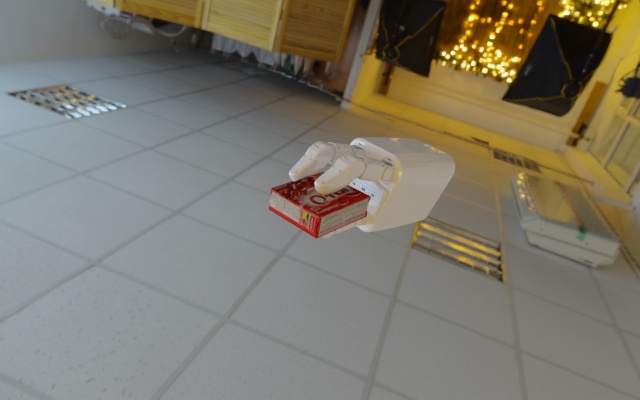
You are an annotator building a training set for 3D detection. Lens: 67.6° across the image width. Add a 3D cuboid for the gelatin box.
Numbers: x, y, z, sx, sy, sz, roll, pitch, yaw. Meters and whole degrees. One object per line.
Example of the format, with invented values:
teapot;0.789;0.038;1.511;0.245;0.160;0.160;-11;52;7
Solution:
gelatin box;0.000;0.002;0.524;0.073;0.030;0.089;30;33;33
